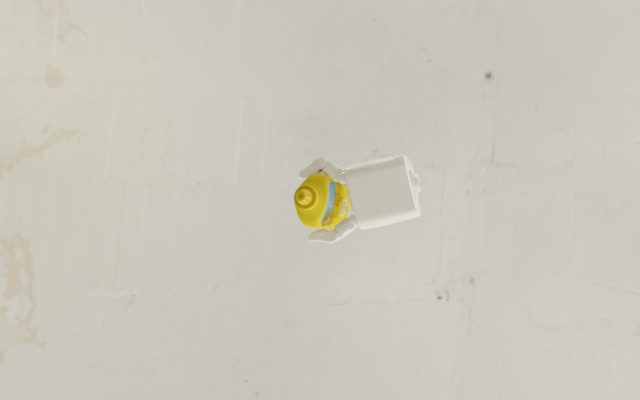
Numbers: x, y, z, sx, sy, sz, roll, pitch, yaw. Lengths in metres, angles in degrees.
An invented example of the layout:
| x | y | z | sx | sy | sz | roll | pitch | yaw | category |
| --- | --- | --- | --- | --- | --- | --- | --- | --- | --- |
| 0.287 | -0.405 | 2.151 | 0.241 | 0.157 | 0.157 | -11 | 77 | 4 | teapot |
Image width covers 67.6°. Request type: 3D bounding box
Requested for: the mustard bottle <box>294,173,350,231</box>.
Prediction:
| x | y | z | sx | sy | sz | roll | pitch | yaw | category |
| --- | --- | --- | --- | --- | --- | --- | --- | --- | --- |
| 0.000 | 0.003 | 0.849 | 0.058 | 0.096 | 0.191 | 14 | -1 | 20 | mustard bottle |
